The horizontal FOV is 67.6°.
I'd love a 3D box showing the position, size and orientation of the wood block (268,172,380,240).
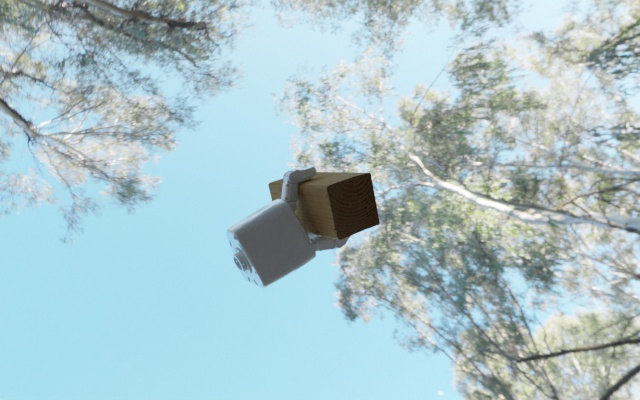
[{"bbox_3d":[0.000,0.003,0.841,0.090,0.091,0.206,-19,13,-30],"label":"wood block"}]
